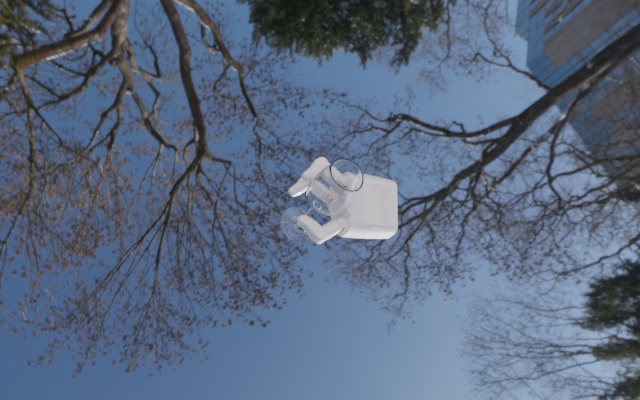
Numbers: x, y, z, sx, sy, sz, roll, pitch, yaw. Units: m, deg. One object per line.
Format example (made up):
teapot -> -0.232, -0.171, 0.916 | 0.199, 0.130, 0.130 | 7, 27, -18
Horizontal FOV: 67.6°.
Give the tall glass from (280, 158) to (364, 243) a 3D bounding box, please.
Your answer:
tall glass -> 0.000, 0.003, 0.844 | 0.079, 0.079, 0.201 | 0, -27, -29
